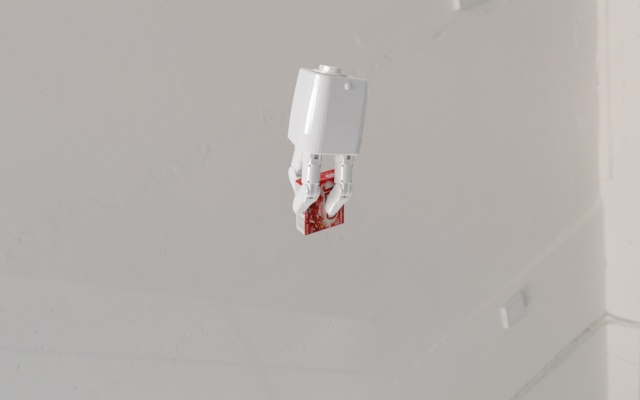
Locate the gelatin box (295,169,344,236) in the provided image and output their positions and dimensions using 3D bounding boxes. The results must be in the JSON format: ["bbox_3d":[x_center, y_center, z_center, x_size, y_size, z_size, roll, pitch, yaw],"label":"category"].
[{"bbox_3d":[0.000,0.003,0.734,0.073,0.089,0.030,-16,32,-27],"label":"gelatin box"}]
